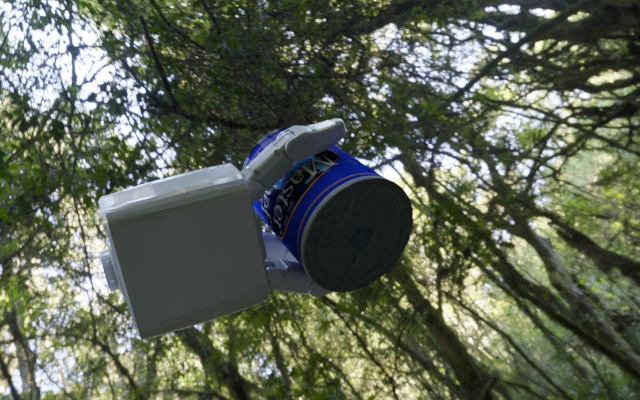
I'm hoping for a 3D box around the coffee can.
[{"bbox_3d":[0.000,0.001,0.432,0.103,0.103,0.140,0,24,-31],"label":"coffee can"}]
